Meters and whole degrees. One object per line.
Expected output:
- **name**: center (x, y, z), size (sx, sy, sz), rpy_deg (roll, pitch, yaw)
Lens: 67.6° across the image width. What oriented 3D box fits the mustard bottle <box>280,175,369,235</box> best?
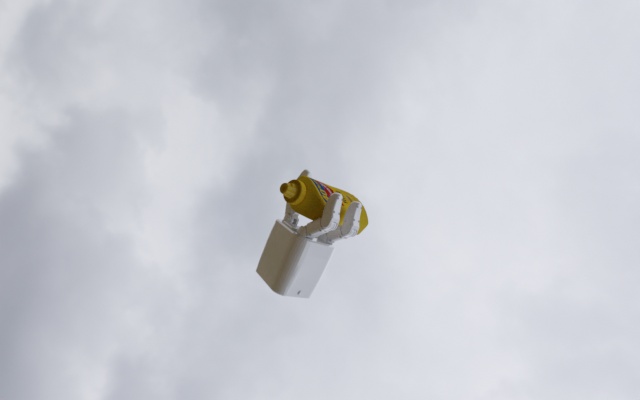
- **mustard bottle**: center (0.000, 0.002, 0.827), size (0.058, 0.096, 0.192), rpy_deg (-47, -38, 20)
